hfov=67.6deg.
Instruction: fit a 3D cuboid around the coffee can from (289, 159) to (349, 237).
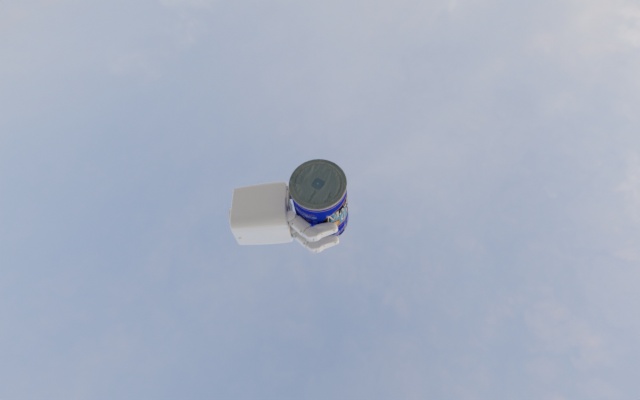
[{"bbox_3d":[0.000,0.003,0.895,0.103,0.102,0.140,0,-29,5],"label":"coffee can"}]
